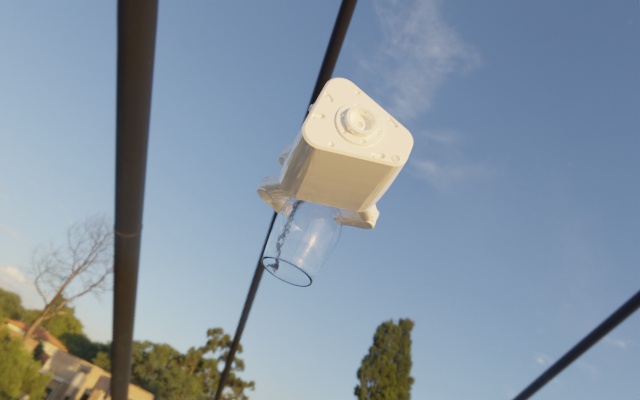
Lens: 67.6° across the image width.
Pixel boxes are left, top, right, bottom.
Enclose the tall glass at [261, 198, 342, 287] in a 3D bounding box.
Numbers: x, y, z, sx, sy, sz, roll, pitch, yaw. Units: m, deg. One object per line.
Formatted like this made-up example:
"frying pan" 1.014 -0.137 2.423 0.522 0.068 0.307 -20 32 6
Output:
"tall glass" 0.000 0.001 0.578 0.079 0.201 0.079 20 -29 12
